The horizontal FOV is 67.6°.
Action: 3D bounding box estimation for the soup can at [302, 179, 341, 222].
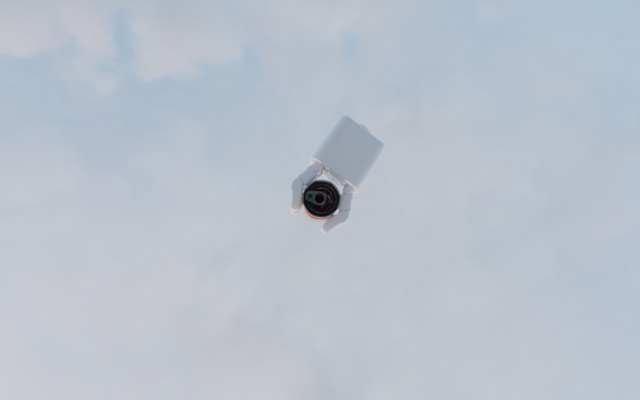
[{"bbox_3d":[0.000,0.003,0.892,0.068,0.068,0.102,0,-8,-2],"label":"soup can"}]
